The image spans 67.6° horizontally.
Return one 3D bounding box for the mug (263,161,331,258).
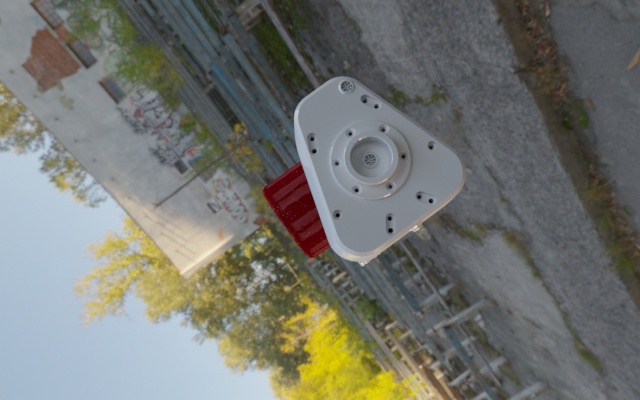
[{"bbox_3d":[0.000,0.002,0.464,0.081,0.093,0.117,-35,-7,-3],"label":"mug"}]
